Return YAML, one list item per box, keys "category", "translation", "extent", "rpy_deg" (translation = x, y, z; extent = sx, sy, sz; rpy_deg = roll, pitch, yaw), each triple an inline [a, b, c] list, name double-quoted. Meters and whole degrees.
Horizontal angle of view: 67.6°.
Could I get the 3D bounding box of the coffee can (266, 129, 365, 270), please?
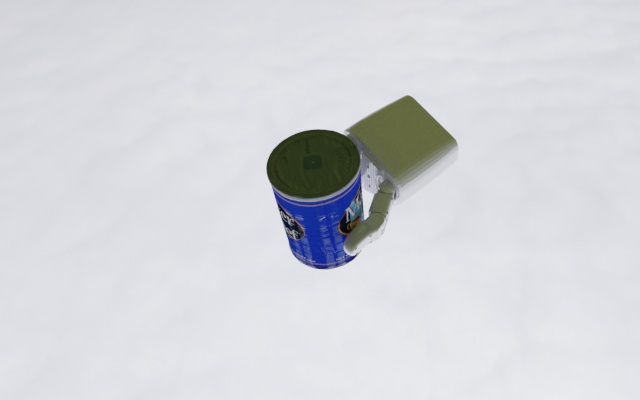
- category: "coffee can"
  translation: [0.000, 0.002, 0.564]
  extent: [0.103, 0.102, 0.140]
  rpy_deg: [0, -39, 9]
